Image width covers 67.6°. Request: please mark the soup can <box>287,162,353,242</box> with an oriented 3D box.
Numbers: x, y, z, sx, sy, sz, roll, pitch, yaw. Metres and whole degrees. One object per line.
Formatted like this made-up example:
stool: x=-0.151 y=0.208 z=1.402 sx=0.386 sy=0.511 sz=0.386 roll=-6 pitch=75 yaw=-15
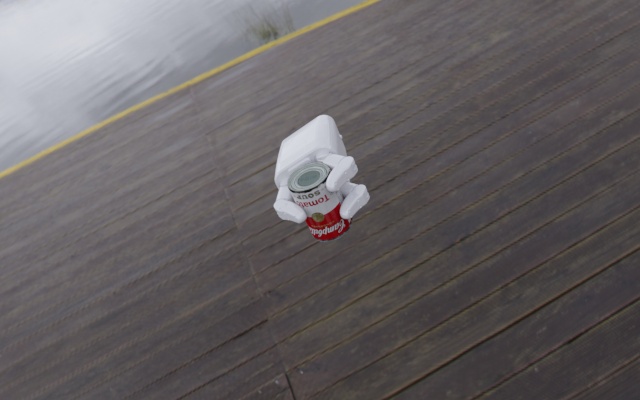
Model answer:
soup can: x=0.000 y=0.002 z=0.709 sx=0.068 sy=0.102 sz=0.068 roll=-16 pitch=37 yaw=13
